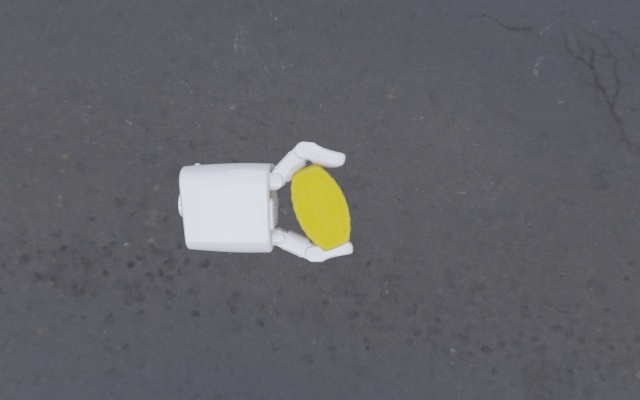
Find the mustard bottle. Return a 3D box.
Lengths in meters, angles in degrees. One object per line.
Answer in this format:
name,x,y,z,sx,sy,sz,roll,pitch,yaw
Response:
mustard bottle,0.000,0.002,0.612,0.058,0.096,0.191,-24,4,2
